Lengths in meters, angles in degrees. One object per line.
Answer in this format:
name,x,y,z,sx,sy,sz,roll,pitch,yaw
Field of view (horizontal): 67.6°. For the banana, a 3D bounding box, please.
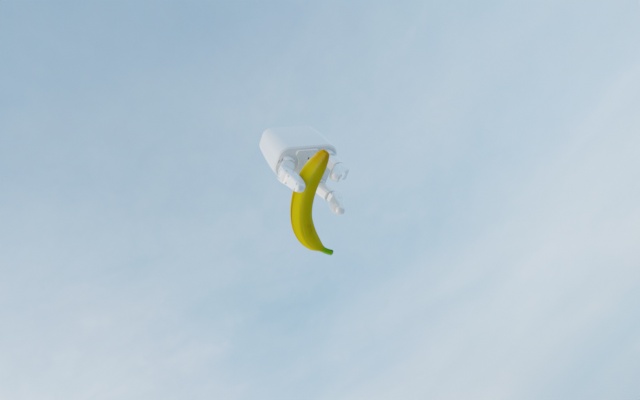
banana,-0.018,0.009,0.794,0.069,0.198,0.037,-11,31,-14
